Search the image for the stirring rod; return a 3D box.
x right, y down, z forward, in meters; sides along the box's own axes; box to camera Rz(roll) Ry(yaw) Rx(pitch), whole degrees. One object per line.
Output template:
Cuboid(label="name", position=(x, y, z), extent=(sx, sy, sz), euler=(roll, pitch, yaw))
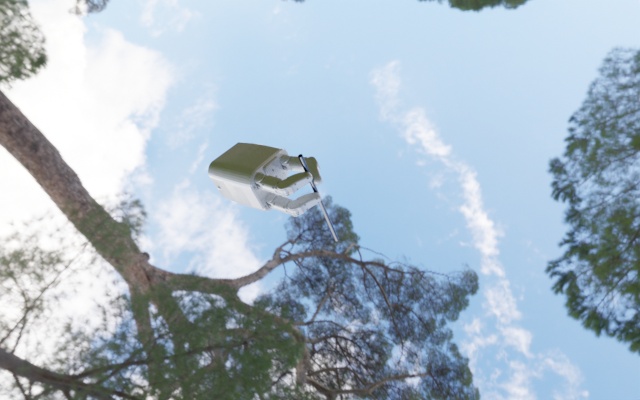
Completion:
Cuboid(label="stirring rod", position=(0.000, 0.003, 0.854), extent=(0.011, 0.011, 0.240), euler=(0, -38, 20))
